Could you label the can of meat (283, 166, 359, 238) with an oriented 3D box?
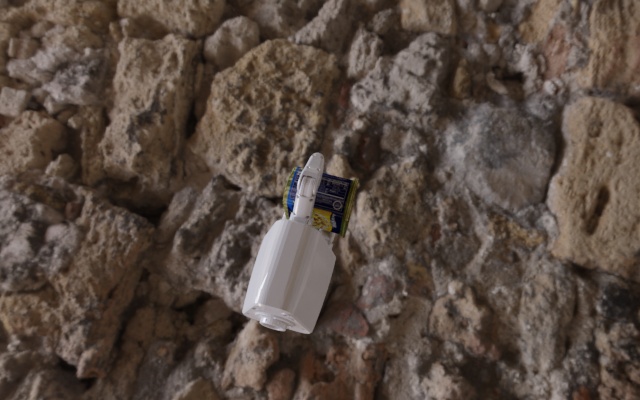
[{"bbox_3d":[0.000,0.002,0.620,0.084,0.057,0.102,14,-21,5],"label":"can of meat"}]
